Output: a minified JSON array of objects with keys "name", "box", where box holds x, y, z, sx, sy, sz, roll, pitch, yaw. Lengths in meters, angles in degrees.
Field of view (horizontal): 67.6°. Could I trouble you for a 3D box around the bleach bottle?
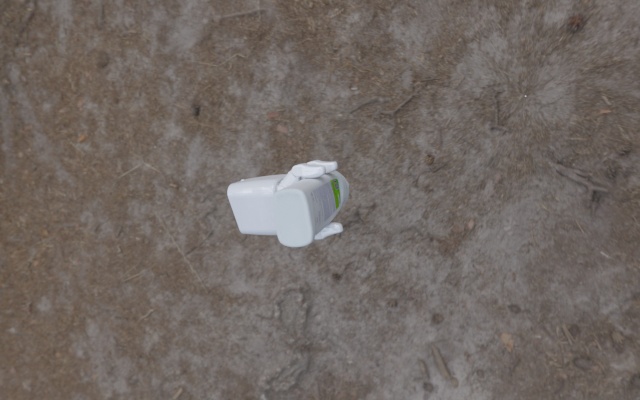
[{"name":"bleach bottle","box":[0.000,0.003,0.885,0.068,0.102,0.251,-4,10,23]}]
